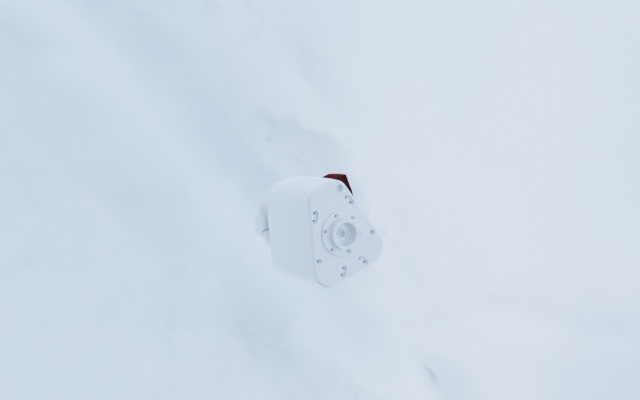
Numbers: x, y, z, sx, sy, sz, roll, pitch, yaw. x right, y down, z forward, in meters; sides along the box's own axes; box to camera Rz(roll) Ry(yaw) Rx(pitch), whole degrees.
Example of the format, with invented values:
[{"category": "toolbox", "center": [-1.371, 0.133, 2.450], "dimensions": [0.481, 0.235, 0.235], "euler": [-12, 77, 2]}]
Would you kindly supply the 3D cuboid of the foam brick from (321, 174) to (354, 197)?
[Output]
[{"category": "foam brick", "center": [0.000, 0.002, 0.632], "dimensions": [0.078, 0.053, 0.051], "euler": [-26, 14, -25]}]
